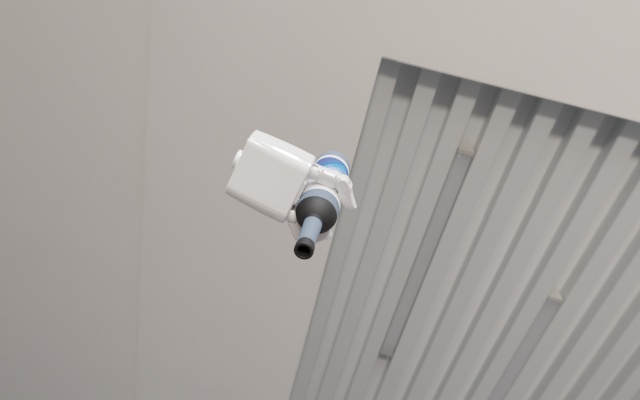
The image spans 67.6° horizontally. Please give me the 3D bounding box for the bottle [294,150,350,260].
[{"bbox_3d":[0.000,0.002,0.770,0.069,0.069,0.295,0,27,10],"label":"bottle"}]
